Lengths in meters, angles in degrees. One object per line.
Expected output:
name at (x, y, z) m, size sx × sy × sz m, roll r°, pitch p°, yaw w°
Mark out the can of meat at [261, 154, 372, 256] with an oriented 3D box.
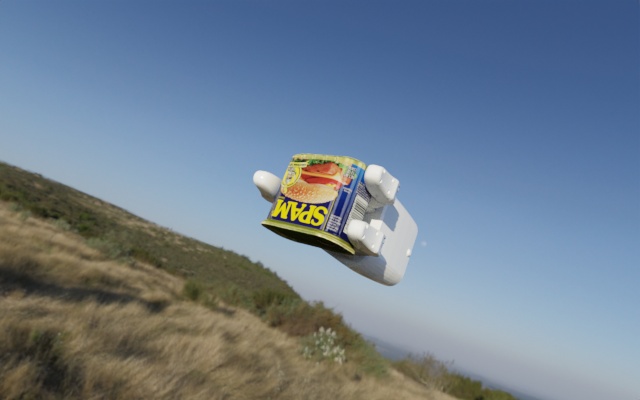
can of meat at (0.000, 0.001, 0.488) m, size 0.102 × 0.084 × 0.057 m, roll 9°, pitch -18°, yaw 41°
